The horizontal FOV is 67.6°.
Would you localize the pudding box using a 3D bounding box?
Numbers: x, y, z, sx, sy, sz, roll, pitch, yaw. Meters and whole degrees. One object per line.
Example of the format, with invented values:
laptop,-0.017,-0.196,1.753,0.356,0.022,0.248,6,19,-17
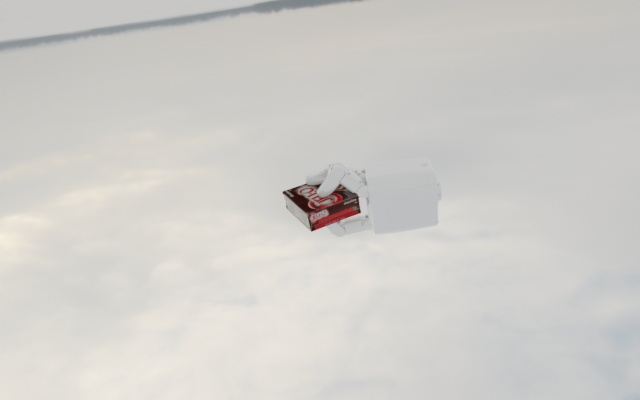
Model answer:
pudding box,0.000,0.003,0.775,0.090,0.039,0.113,-19,23,-19
